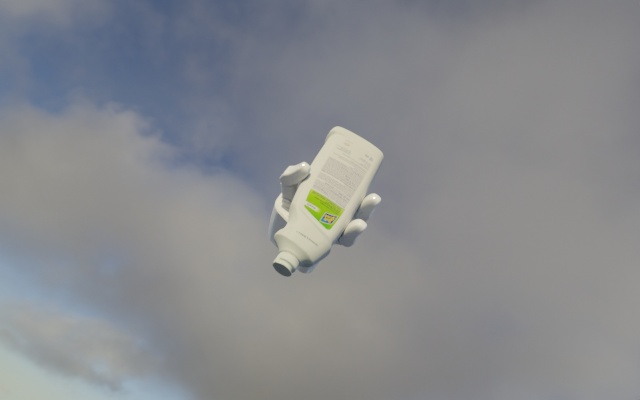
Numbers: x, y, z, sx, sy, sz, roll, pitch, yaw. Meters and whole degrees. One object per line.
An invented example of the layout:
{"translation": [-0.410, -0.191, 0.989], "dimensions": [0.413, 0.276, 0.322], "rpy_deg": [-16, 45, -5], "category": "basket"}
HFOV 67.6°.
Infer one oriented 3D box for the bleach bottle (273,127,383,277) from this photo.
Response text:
{"translation": [0.000, 0.002, 0.699], "dimensions": [0.102, 0.250, 0.068], "rpy_deg": [30, -35, 6], "category": "bleach bottle"}
